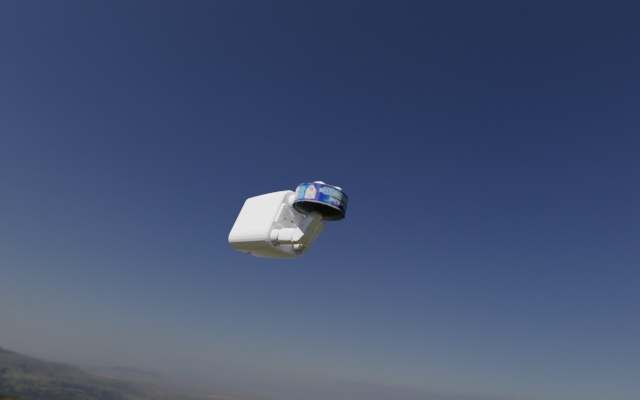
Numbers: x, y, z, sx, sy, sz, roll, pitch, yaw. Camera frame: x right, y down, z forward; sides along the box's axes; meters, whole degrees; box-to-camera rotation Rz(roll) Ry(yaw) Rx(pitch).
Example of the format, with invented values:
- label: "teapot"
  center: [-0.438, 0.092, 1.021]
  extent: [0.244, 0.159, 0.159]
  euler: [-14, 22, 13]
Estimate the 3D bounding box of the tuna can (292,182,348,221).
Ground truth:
- label: "tuna can"
  center: [0.000, 0.002, 0.758]
  extent: [0.086, 0.033, 0.086]
  euler: [11, -19, 4]
